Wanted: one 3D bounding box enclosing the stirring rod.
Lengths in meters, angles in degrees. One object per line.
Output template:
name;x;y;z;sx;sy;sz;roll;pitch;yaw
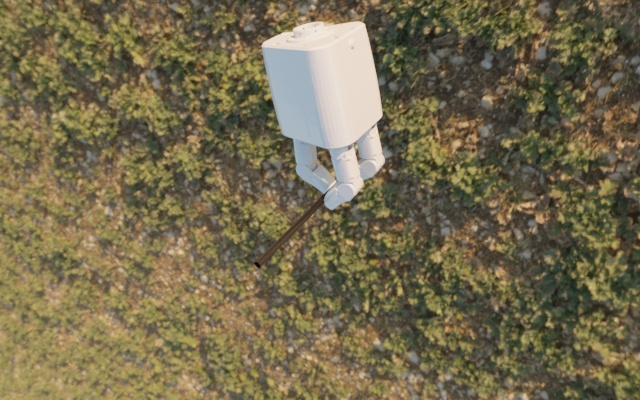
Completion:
stirring rod;0.000;0.002;0.563;0.011;0.011;0.239;0;32;39
